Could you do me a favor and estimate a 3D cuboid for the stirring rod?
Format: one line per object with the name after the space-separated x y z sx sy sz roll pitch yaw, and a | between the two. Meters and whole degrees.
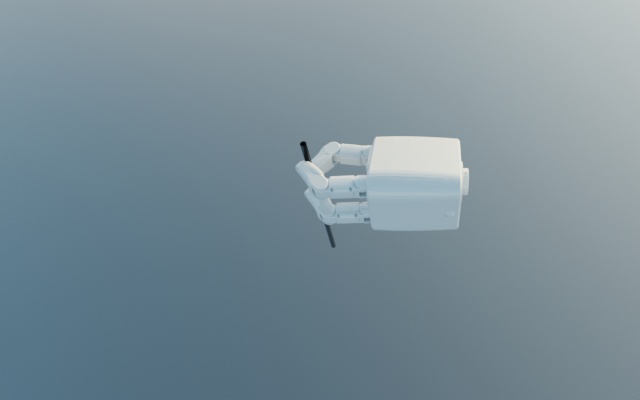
0.000 0.002 0.663 0.011 0.011 0.240 0 -35 12 | stirring rod
